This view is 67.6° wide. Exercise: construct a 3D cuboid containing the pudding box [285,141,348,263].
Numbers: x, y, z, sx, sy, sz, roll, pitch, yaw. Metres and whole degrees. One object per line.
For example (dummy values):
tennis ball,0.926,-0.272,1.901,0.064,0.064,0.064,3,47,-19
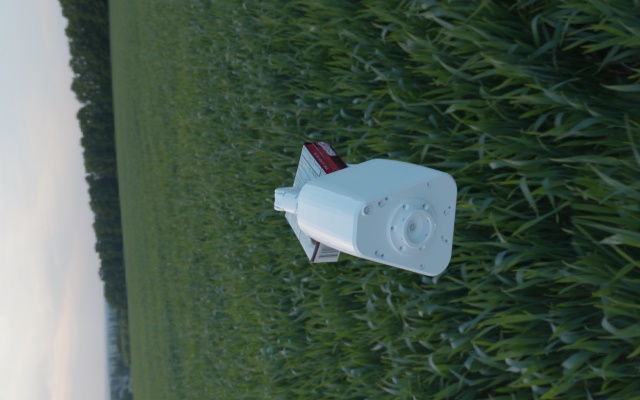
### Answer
pudding box,0.000,0.002,0.548,0.039,0.114,0.090,-2,37,-28
